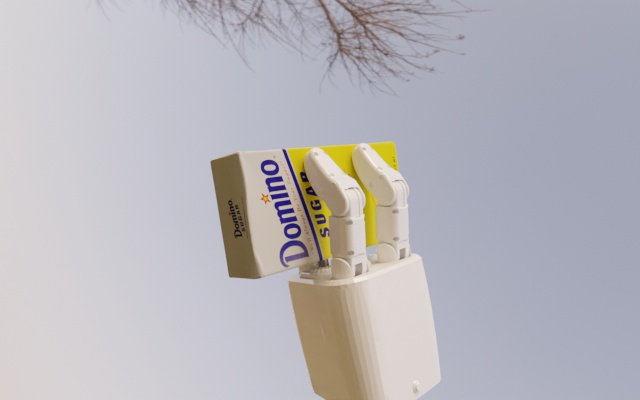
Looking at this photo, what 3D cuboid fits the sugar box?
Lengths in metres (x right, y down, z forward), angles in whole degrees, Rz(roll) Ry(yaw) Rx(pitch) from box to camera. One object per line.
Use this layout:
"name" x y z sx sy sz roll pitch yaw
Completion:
"sugar box" 0.001 0.001 0.402 0.048 0.093 0.176 -8 2 45
